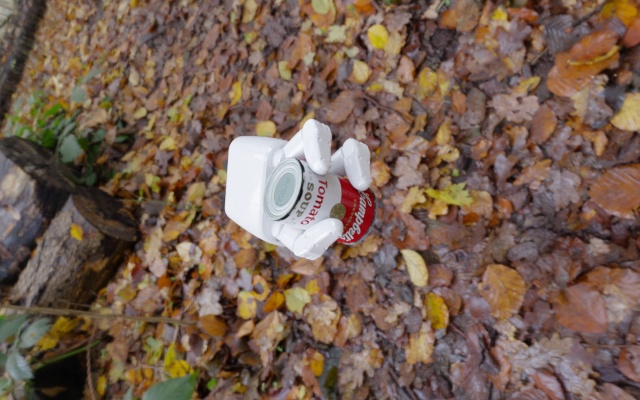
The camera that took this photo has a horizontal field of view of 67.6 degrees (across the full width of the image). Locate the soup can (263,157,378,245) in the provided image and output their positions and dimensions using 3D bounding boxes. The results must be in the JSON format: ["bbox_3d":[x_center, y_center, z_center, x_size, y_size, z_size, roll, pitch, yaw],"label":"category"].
[{"bbox_3d":[0.000,0.002,0.496,0.102,0.068,0.068,20,-12,-36],"label":"soup can"}]
